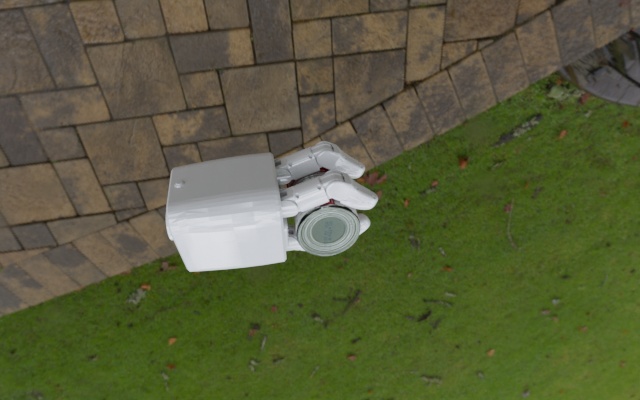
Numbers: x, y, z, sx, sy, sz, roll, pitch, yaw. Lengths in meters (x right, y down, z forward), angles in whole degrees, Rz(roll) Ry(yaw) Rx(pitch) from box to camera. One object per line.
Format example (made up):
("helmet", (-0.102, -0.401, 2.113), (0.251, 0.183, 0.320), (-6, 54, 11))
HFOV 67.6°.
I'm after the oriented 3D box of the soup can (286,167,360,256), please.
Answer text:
("soup can", (0.001, 0.002, 0.516), (0.068, 0.069, 0.102), (0, 37, -12))
